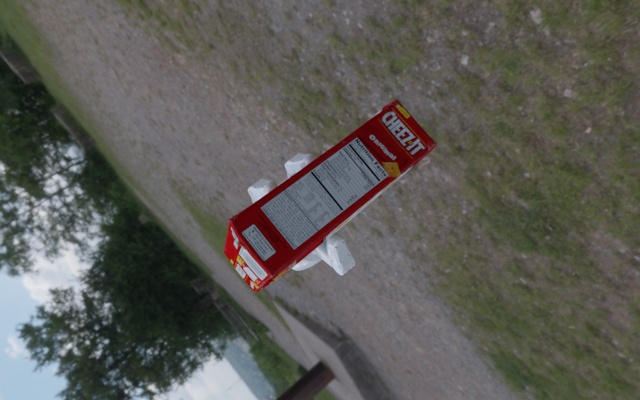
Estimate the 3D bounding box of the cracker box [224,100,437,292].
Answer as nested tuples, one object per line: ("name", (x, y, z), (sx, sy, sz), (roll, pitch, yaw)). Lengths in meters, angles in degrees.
("cracker box", (0.000, 0.002, 0.515), (0.213, 0.072, 0.164), (-38, -5, -19))
